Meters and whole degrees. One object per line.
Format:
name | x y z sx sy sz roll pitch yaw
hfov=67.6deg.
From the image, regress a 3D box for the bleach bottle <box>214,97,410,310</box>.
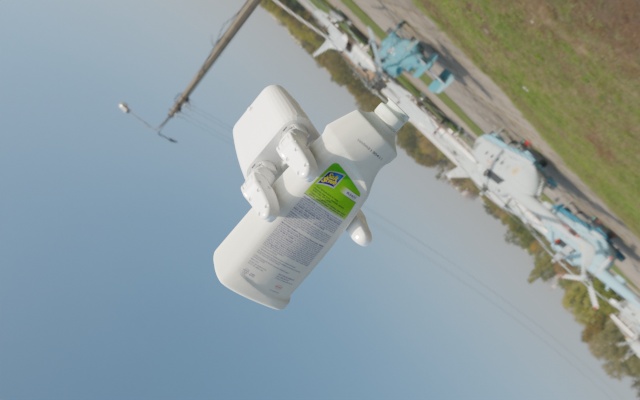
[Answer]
bleach bottle | 0.000 0.002 0.502 0.102 0.251 0.068 32 18 -35
